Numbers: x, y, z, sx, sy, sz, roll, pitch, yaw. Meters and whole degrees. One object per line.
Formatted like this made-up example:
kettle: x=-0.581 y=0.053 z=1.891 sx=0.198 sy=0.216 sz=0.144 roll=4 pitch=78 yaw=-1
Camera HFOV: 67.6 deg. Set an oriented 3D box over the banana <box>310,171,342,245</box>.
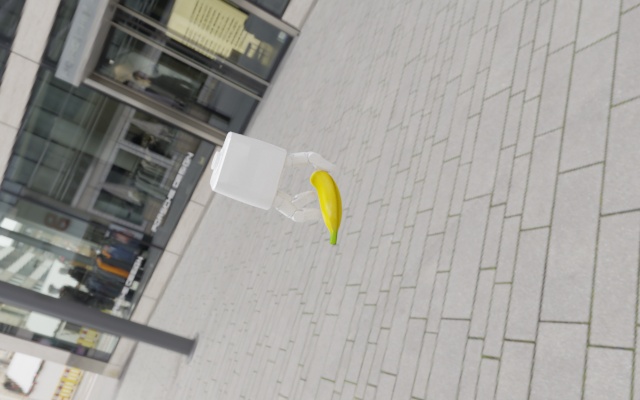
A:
banana: x=0.007 y=-0.010 z=0.855 sx=0.037 sy=0.070 sz=0.197 roll=13 pitch=33 yaw=-19
